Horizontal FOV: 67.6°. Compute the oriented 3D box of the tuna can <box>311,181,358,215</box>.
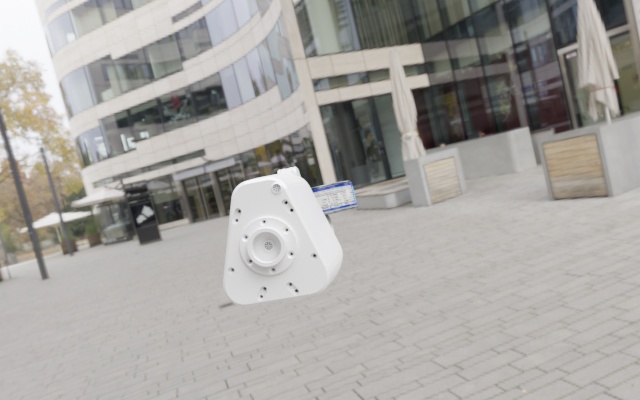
[{"bbox_3d":[0.000,0.001,0.576,0.086,0.034,0.086,-13,-2,0],"label":"tuna can"}]
